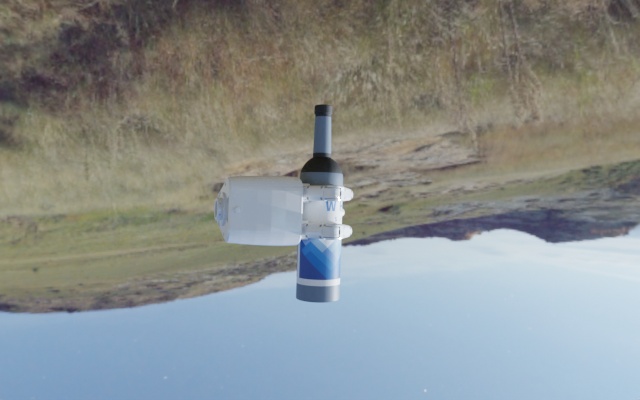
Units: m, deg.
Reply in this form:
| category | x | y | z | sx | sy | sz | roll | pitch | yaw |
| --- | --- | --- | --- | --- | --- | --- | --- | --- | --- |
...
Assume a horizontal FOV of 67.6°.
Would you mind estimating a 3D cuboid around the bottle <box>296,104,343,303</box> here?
| category | x | y | z | sx | sy | sz | roll | pitch | yaw |
| --- | --- | --- | --- | --- | --- | --- | --- | --- | --- |
| bottle | 0.000 | 0.003 | 0.730 | 0.069 | 0.295 | 0.069 | 2 | -1 | 0 |
